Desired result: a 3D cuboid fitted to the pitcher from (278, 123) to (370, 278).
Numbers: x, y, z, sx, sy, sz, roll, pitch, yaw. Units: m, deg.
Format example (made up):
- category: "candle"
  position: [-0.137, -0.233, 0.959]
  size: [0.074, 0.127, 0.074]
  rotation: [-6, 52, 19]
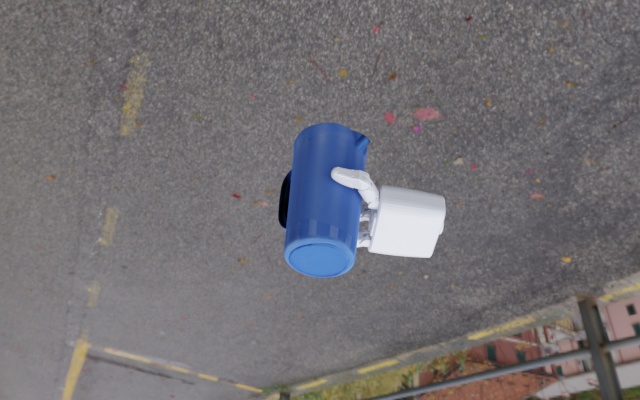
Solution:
- category: "pitcher"
  position: [0.000, 0.003, 0.789]
  size: [0.145, 0.242, 0.149]
  rotation: [8, -39, -2]
